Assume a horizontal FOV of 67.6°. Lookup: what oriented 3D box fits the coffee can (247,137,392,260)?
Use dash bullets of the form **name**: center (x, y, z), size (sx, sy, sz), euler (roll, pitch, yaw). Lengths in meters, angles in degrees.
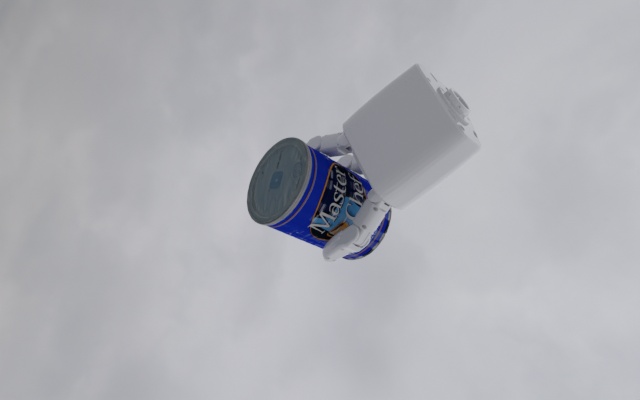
- **coffee can**: center (0.000, 0.002, 0.562), size (0.140, 0.102, 0.103), euler (26, -17, -38)
